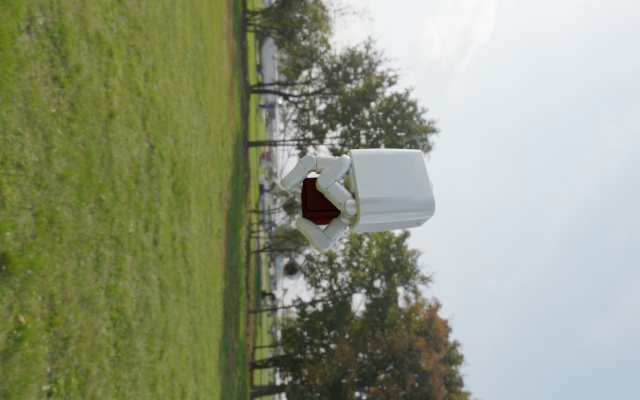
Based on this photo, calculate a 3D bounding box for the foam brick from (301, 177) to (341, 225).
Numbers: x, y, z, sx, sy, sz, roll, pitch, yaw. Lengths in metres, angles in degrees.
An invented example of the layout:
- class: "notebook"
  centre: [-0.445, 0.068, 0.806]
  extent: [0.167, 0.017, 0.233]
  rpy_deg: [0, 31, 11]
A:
- class: "foam brick"
  centre: [0.000, 0.002, 0.692]
  extent: [0.051, 0.053, 0.078]
  rpy_deg: [-3, -16, -6]
